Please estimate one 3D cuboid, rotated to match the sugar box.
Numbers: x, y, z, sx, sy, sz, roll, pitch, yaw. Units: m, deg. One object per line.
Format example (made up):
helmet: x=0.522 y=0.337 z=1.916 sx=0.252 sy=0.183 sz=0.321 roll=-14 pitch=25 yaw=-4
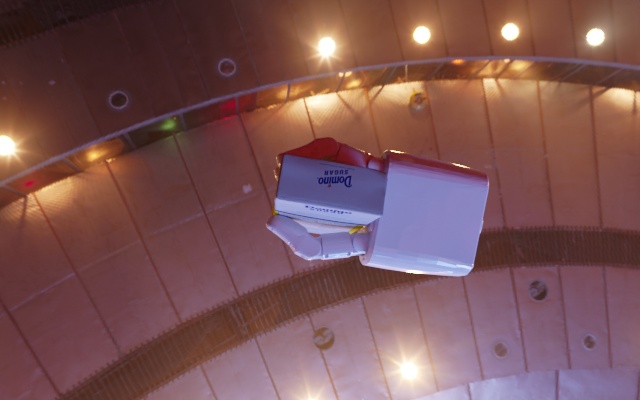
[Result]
sugar box: x=0.000 y=0.001 z=0.478 sx=0.093 sy=0.048 sz=0.176 roll=10 pitch=-13 yaw=-6
